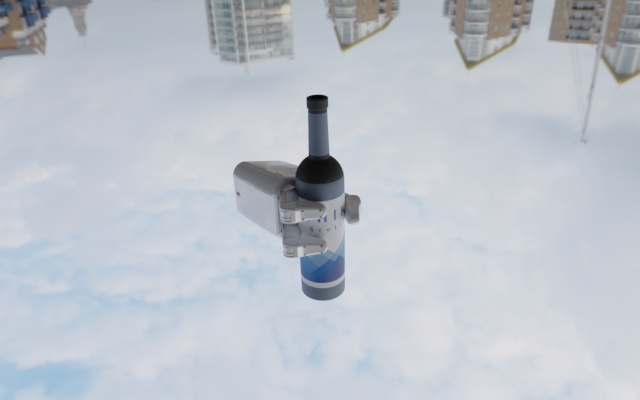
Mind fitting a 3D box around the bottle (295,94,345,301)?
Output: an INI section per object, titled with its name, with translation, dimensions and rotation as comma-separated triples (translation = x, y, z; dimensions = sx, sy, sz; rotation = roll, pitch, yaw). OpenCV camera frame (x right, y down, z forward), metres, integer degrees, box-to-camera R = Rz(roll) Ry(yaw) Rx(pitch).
[bottle]
translation = 0.000, 0.002, 0.659
dimensions = 0.069, 0.296, 0.069
rotation = -1, 28, 1
